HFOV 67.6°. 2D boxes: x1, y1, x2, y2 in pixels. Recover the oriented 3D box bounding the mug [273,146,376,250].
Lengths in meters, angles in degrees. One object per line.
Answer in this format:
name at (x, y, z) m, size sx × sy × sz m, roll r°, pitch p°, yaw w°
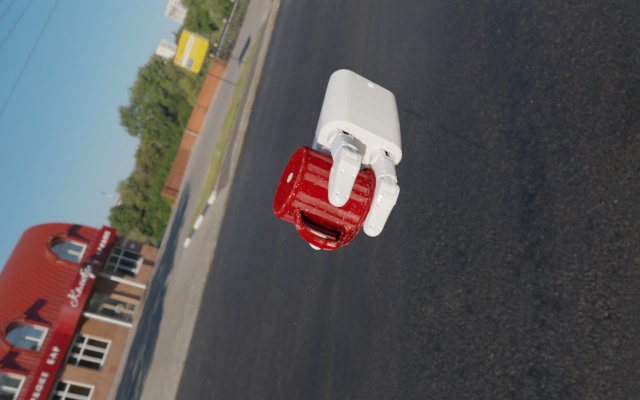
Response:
mug at (0.000, 0.003, 0.505) m, size 0.081 × 0.117 × 0.093 m, roll 22°, pitch -45°, yaw -17°
